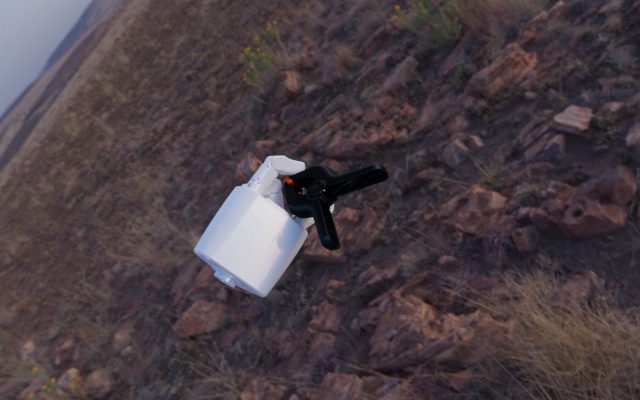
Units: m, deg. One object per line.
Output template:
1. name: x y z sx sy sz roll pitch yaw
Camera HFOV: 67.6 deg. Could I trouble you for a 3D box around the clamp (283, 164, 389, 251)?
1. clamp: 0.000 0.002 0.617 0.171 0.120 0.039 5 -36 52
